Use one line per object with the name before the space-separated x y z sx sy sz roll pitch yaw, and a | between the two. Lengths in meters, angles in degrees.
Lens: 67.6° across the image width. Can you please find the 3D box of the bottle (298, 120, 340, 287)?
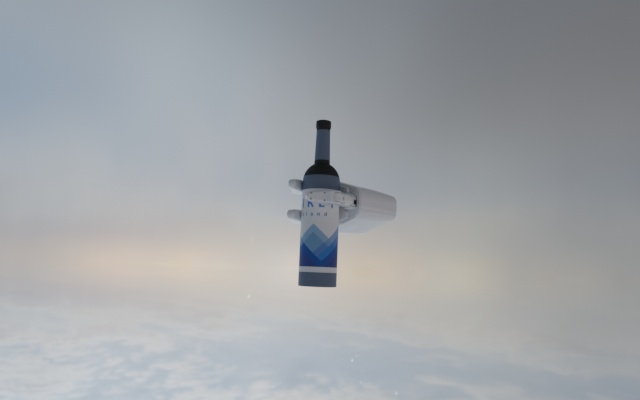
bottle | 0.000 0.003 0.844 0.069 0.295 0.069 2 -8 0
